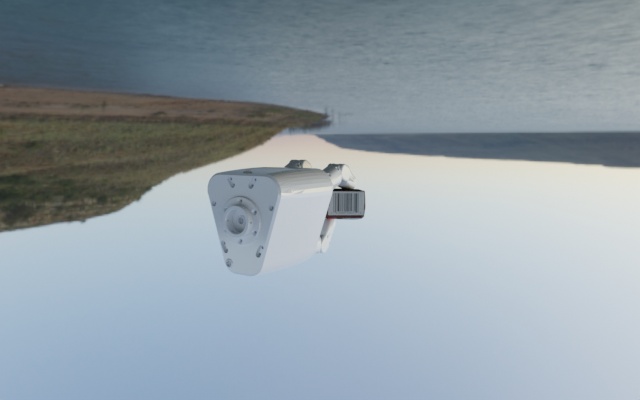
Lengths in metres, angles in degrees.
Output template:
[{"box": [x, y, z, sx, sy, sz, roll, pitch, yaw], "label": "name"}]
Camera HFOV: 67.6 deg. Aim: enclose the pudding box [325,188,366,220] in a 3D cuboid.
[{"box": [0.000, 0.002, 0.637, 0.113, 0.039, 0.090, 2, 4, 0], "label": "pudding box"}]
